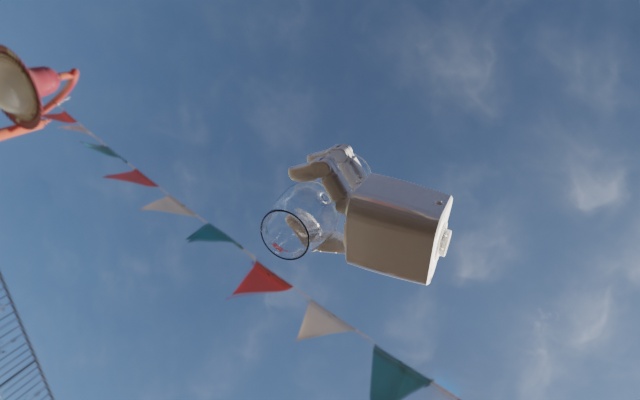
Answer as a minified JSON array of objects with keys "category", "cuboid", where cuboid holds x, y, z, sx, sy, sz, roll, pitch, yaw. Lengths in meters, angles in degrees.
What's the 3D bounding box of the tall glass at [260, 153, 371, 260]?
[{"category":"tall glass","cuboid":[0.000,0.002,0.608,0.079,0.079,0.201,0,22,26]}]
